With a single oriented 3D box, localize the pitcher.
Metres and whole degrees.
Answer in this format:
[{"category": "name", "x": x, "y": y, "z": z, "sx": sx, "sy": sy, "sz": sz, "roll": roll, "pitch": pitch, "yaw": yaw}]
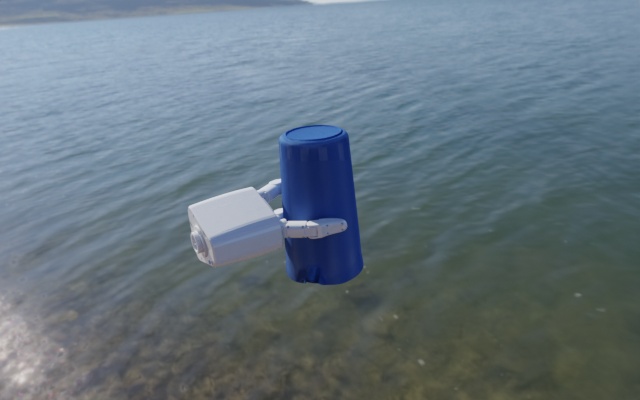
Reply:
[{"category": "pitcher", "x": 0.000, "y": 0.003, "z": 0.783, "sx": 0.145, "sy": 0.243, "sz": 0.149, "roll": -16, "pitch": 25, "yaw": -25}]
